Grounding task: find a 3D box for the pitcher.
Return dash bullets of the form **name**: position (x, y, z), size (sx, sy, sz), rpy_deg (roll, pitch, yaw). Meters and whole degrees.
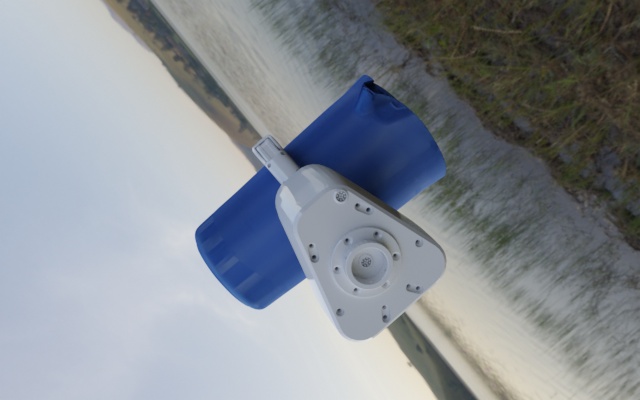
- **pitcher**: position (0.000, 0.002, 0.499), size (0.243, 0.149, 0.145), rpy_deg (-40, 14, -2)
